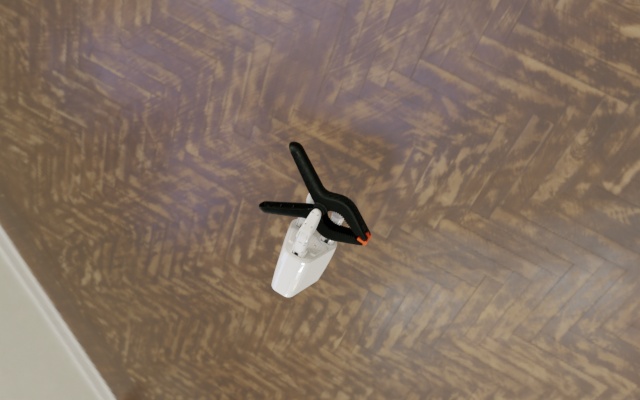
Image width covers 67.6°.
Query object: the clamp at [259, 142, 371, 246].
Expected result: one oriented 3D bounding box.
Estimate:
[{"bbox_3d":[0.000,0.004,0.830,0.210,0.165,0.036,29,38,9],"label":"clamp"}]
